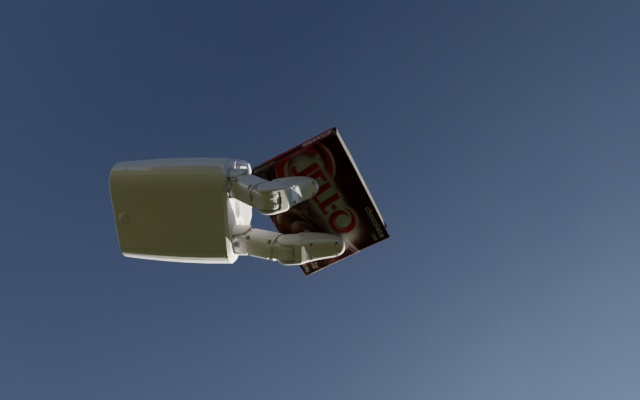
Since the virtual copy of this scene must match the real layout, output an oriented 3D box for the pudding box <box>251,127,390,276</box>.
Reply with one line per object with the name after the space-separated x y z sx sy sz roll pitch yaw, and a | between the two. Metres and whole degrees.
0.000 0.001 0.446 0.090 0.113 0.039 -26 17 12 | pudding box
